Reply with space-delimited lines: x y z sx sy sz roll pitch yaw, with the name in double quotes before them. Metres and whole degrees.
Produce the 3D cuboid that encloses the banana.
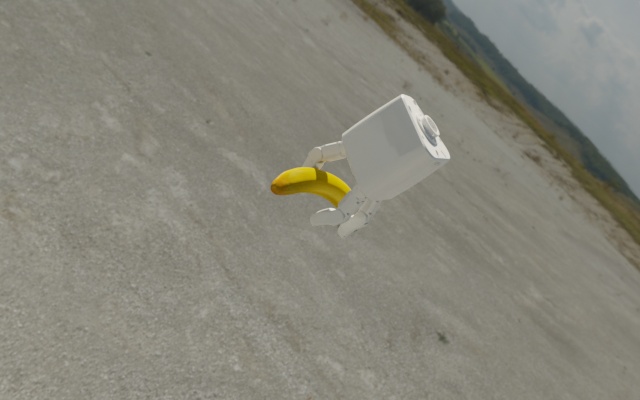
"banana" 0.001 -0.013 0.710 0.037 0.069 0.198 -24 -33 33
